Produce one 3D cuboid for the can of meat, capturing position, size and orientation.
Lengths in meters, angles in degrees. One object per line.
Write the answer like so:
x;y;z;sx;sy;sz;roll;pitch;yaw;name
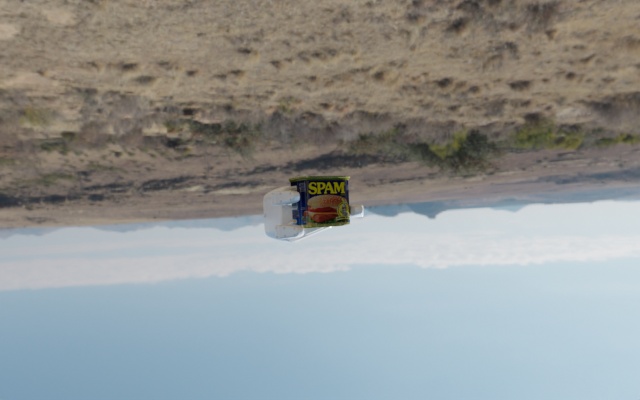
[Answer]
0.000;0.003;0.797;0.102;0.084;0.057;-2;-1;-29;can of meat
